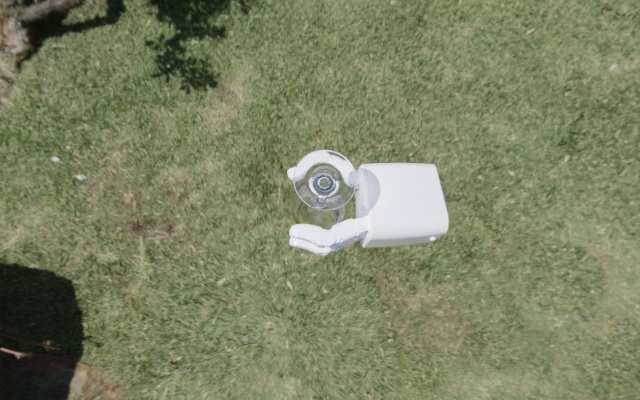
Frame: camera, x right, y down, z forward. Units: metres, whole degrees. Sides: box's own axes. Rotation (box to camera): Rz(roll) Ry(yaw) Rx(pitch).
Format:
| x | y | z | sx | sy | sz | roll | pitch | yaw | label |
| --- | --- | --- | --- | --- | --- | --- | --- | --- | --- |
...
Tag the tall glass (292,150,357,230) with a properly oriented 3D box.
| x | y | z | sx | sy | sz | roll | pitch | yaw | label |
| --- | --- | --- | --- | --- | --- | --- | --- | --- | --- |
| 0.000 | 0.002 | 0.645 | 0.079 | 0.079 | 0.201 | 0 | -15 | -4 | tall glass |
